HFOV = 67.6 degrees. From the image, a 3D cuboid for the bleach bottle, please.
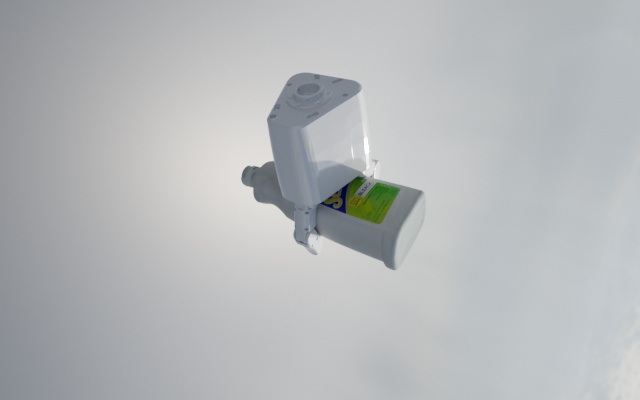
[{"bbox_3d":[0.000,0.002,0.612,0.251,0.068,0.102,17,49,26],"label":"bleach bottle"}]
